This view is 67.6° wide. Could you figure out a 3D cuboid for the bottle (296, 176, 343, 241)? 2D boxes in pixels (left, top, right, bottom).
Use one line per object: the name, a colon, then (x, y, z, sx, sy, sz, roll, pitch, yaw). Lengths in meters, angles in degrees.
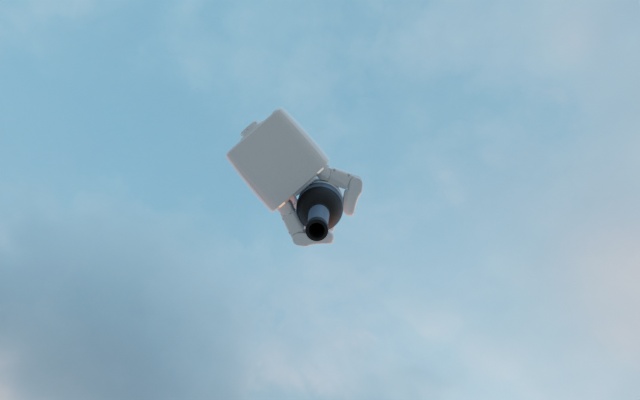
bottle: (0.000, 0.002, 0.705, 0.069, 0.069, 0.295, 0, 13, 2)
